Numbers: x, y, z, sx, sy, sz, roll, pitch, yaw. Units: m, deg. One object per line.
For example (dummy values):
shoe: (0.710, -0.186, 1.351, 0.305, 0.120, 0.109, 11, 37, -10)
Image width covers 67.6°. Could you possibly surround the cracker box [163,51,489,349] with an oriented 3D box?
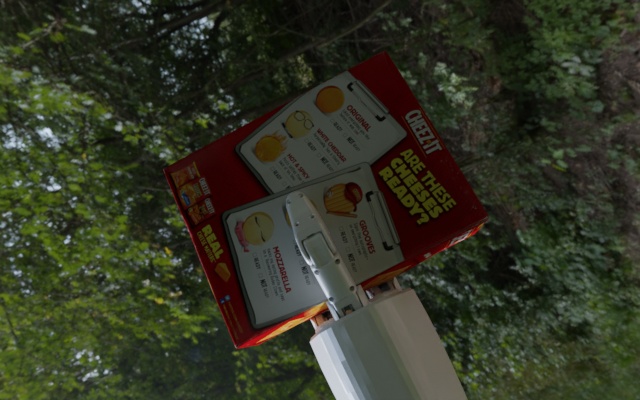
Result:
cracker box: (0.000, 0.001, 0.404, 0.214, 0.164, 0.072, -28, -16, 2)
